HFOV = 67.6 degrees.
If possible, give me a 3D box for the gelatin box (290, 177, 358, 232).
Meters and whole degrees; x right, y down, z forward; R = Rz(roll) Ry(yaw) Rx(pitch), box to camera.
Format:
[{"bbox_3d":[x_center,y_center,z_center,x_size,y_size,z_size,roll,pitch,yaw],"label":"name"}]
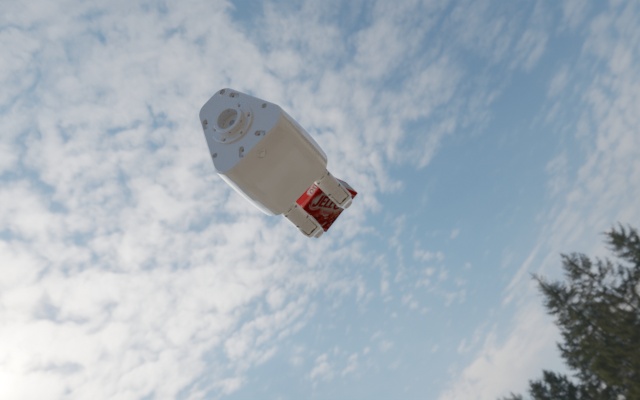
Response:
[{"bbox_3d":[0.000,0.002,0.637,0.030,0.073,0.089,46,14,30],"label":"gelatin box"}]
